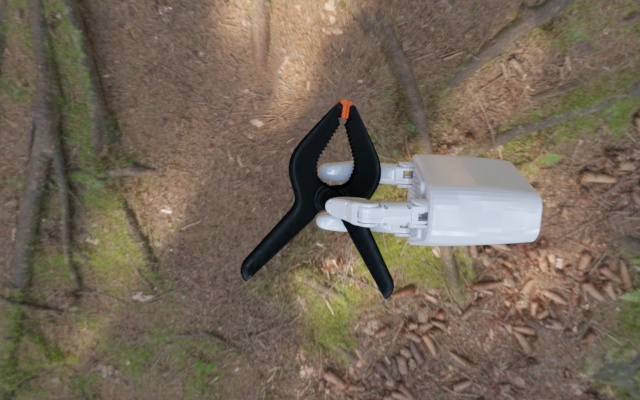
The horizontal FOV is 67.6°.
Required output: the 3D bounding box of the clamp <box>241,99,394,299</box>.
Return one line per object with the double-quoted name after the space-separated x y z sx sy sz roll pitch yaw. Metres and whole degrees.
0.000 0.001 0.494 0.164 0.210 0.036 1 11 -4 "clamp"
